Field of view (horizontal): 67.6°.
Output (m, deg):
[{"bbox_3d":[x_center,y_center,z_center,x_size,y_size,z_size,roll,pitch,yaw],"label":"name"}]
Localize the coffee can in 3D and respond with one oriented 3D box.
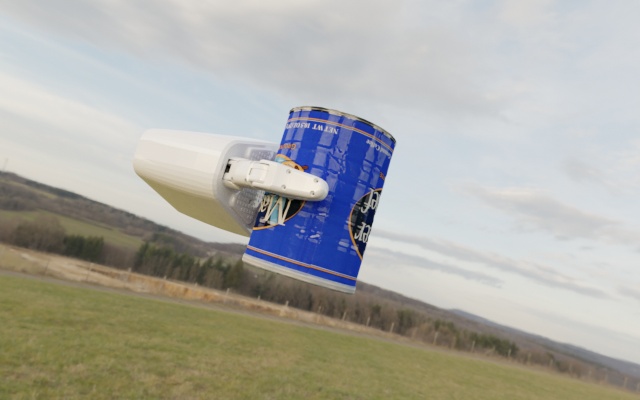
[{"bbox_3d":[0.000,0.002,0.427,0.103,0.140,0.103,17,-7,2],"label":"coffee can"}]
